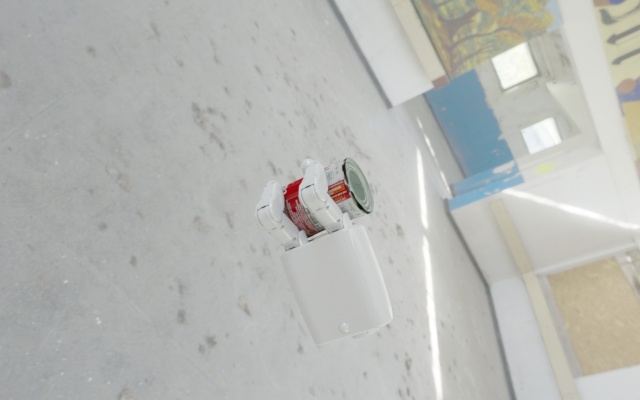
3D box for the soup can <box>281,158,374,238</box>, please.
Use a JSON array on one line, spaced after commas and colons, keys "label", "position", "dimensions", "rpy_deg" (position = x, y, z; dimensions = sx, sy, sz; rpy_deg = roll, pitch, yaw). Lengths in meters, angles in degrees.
[{"label": "soup can", "position": [0.000, 0.001, 0.538], "dimensions": [0.102, 0.068, 0.068], "rpy_deg": [-23, -9, 22]}]
